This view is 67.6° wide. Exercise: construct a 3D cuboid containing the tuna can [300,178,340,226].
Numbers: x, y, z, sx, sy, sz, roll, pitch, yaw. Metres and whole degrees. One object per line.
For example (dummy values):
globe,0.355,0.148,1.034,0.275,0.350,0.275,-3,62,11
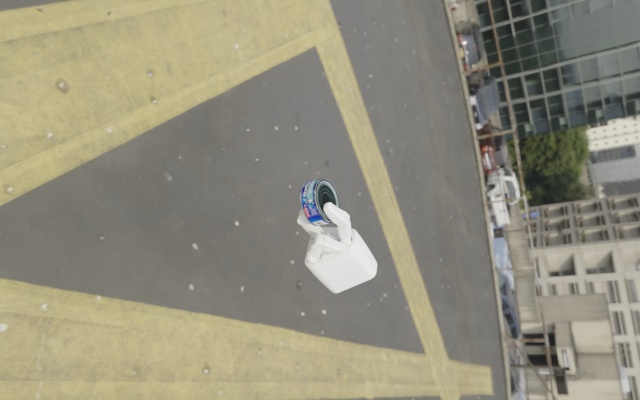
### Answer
tuna can,0.001,0.003,0.883,0.034,0.086,0.086,-14,-8,32
